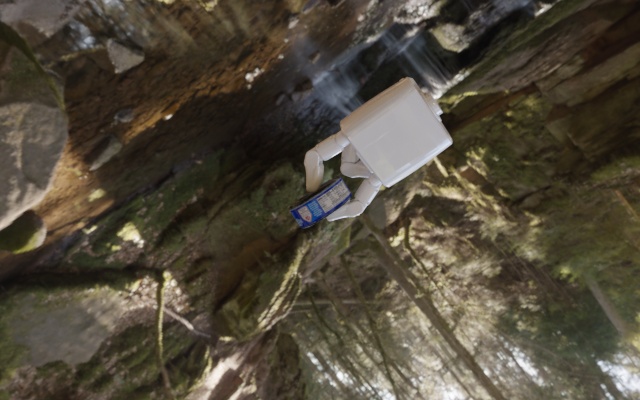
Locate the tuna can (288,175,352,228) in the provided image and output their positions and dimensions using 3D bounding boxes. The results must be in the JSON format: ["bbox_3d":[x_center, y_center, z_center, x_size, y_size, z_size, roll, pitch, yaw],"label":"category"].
[{"bbox_3d":[0.000,0.003,0.661,0.086,0.034,0.086,-32,6,4],"label":"tuna can"}]
